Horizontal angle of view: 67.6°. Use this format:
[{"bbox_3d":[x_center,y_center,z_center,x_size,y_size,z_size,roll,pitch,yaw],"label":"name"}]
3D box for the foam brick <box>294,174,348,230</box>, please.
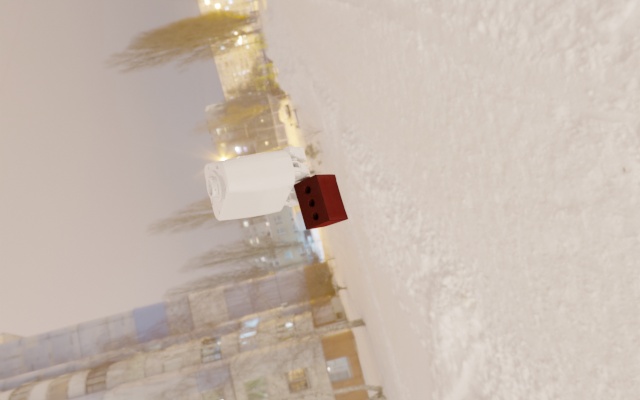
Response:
[{"bbox_3d":[0.000,0.003,0.764,0.053,0.078,0.051,-23,-10,36],"label":"foam brick"}]
